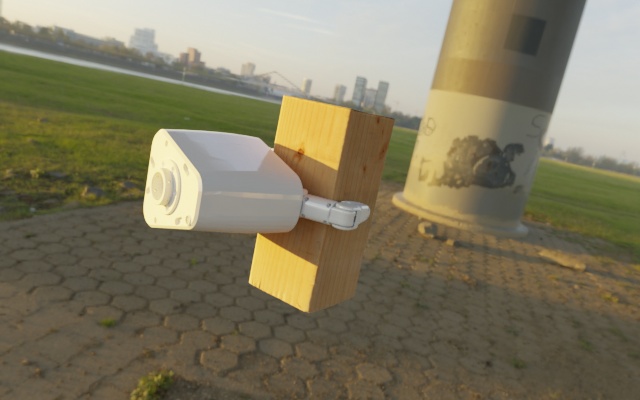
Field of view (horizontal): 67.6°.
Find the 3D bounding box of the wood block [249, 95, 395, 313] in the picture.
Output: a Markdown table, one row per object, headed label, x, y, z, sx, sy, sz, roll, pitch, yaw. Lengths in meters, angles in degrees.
| label | x | y | z | sx | sy | sz | roll | pitch | yaw |
| --- | --- | --- | --- | --- | --- | --- | --- | --- | --- |
| wood block | 0.000 | 0.002 | 0.516 | 0.091 | 0.206 | 0.090 | 19 | 13 | 33 |
